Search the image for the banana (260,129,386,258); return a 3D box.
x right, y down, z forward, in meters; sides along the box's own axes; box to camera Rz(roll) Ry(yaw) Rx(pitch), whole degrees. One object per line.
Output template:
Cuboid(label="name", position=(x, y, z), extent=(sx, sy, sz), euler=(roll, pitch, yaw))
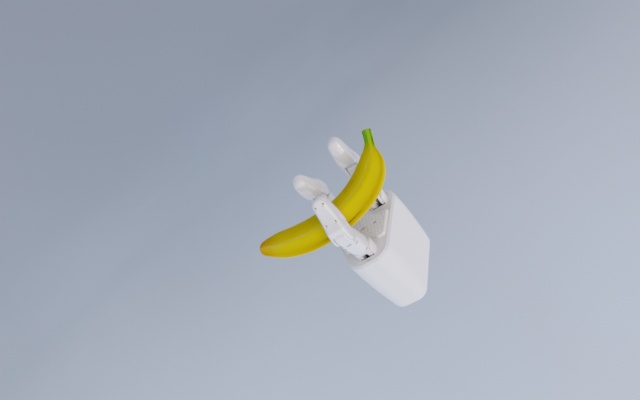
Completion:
Cuboid(label="banana", position=(0.012, 0.010, 0.558), extent=(0.069, 0.198, 0.037), euler=(48, 7, 37))
